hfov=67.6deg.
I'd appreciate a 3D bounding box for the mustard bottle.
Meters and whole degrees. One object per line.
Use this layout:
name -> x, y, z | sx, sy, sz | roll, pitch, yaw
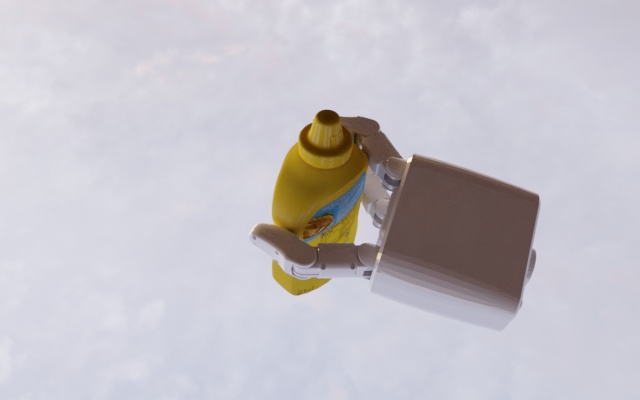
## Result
mustard bottle -> 0.000, 0.001, 0.411 | 0.058, 0.192, 0.096 | 38, 58, 23
